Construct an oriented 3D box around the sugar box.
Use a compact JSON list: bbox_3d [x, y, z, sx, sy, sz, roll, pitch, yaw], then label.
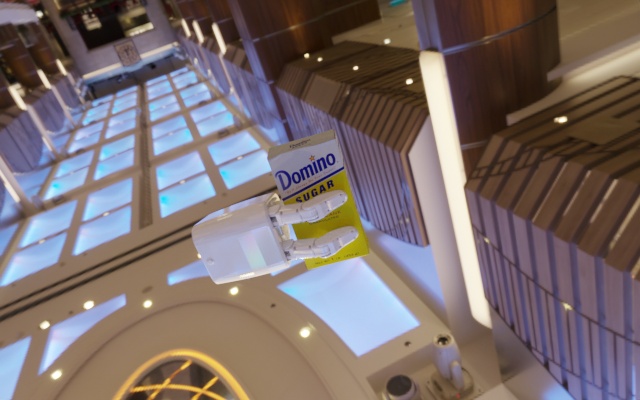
[{"bbox_3d":[0.000,0.002,0.643,0.093,0.176,0.048,-16,27,7],"label":"sugar box"}]
